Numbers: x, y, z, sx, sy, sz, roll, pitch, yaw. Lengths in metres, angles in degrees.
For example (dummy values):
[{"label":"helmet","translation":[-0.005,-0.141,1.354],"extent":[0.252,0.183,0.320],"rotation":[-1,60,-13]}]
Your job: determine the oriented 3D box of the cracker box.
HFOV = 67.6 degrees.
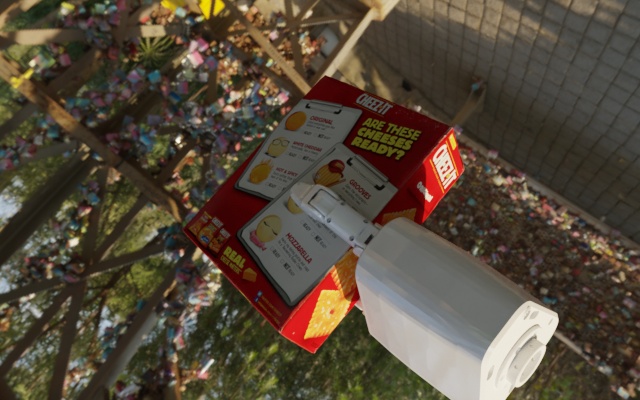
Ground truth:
[{"label":"cracker box","translation":[0.000,0.001,0.444],"extent":[0.164,0.213,0.072],"rotation":[34,-11,39]}]
